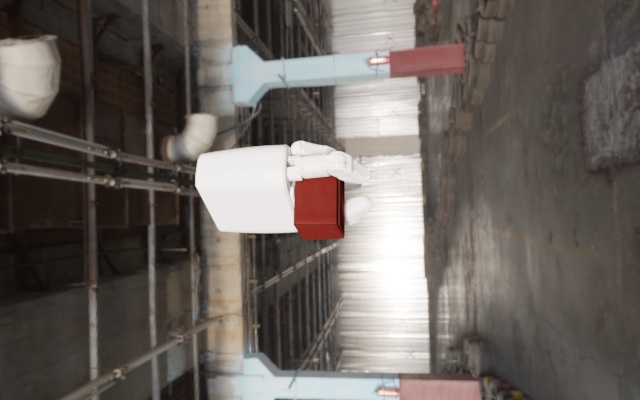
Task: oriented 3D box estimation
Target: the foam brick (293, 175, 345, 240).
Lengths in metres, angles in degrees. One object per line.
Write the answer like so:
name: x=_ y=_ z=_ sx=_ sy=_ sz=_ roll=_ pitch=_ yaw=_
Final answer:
foam brick: x=0.000 y=0.002 z=0.552 sx=0.051 sy=0.078 sz=0.053 roll=-3 pitch=-24 yaw=9
